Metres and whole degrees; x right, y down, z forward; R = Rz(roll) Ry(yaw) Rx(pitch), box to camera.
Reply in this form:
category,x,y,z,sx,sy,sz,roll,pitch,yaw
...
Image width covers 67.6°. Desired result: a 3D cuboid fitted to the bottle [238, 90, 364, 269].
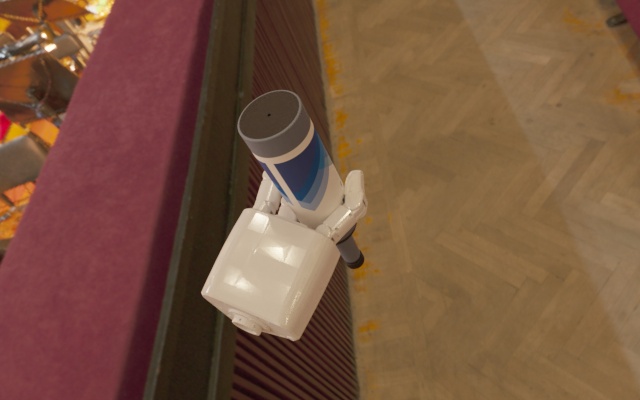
category,x,y,z,sx,sy,sz,roll,pitch,yaw
bottle,0.000,0.002,0.561,0.069,0.069,0.296,0,-34,24
